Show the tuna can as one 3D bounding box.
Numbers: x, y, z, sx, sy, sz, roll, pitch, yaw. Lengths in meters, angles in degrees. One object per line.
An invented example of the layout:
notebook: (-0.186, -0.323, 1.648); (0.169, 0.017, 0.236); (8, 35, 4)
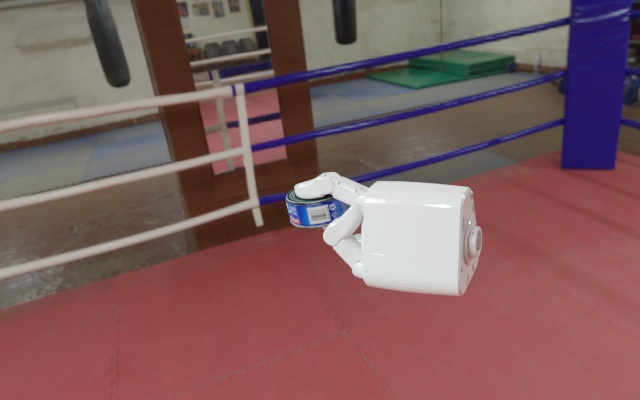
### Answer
tuna can: (0.000, 0.001, 0.604); (0.086, 0.034, 0.086); (-11, 20, 4)
